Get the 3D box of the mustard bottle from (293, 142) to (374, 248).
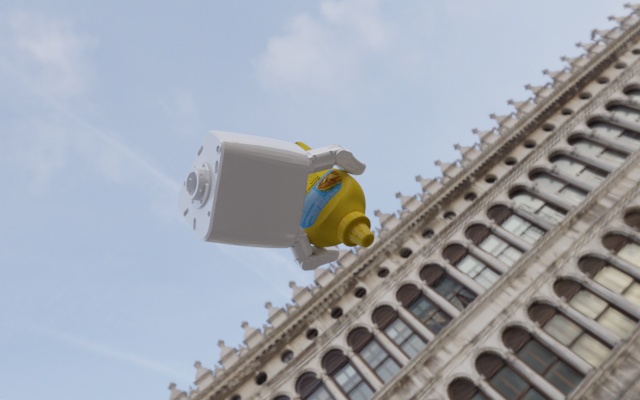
[{"bbox_3d":[0.000,0.002,0.589,0.058,0.096,0.191,38,0,-44],"label":"mustard bottle"}]
